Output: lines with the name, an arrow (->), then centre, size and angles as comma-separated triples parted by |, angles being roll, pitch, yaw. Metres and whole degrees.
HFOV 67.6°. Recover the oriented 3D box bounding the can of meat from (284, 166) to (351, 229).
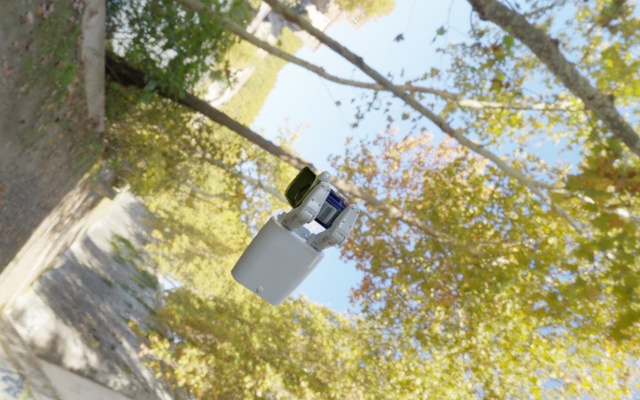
can of meat -> 0.000, 0.002, 0.709 | 0.084, 0.057, 0.102 | 38, 4, -18
